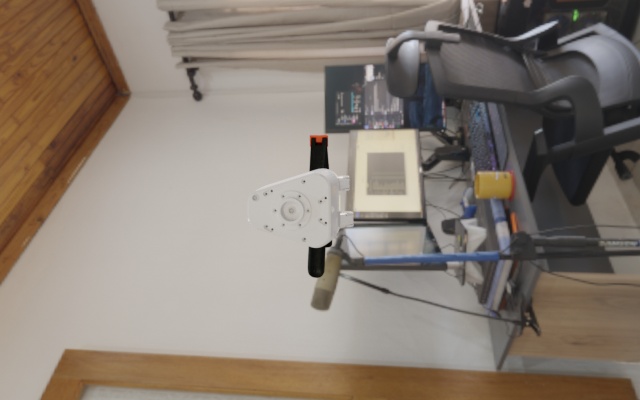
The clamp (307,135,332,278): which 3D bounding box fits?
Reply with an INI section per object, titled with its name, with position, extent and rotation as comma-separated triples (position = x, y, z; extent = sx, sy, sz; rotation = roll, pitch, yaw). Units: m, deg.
[clamp]
position = -0.001, 0.002, 0.761
extent = 0.036, 0.210, 0.164
rotation = 0, 4, 5
